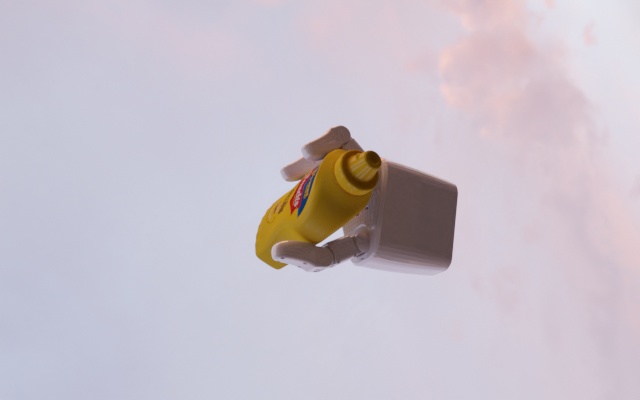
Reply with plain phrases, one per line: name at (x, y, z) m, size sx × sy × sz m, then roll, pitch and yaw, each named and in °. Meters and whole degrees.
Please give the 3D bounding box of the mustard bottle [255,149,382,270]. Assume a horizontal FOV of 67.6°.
mustard bottle at (0.000, 0.002, 0.482) m, size 0.058 × 0.096 × 0.192 m, roll 36°, pitch -36°, yaw -12°
